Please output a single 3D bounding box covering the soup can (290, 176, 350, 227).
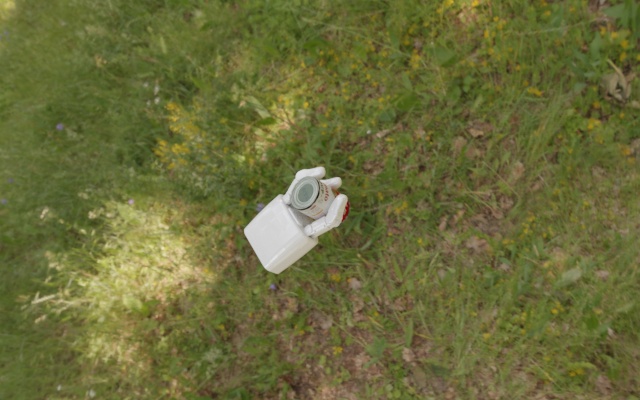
[{"bbox_3d":[0.000,0.003,0.894,0.068,0.068,0.102,0,-20,39],"label":"soup can"}]
